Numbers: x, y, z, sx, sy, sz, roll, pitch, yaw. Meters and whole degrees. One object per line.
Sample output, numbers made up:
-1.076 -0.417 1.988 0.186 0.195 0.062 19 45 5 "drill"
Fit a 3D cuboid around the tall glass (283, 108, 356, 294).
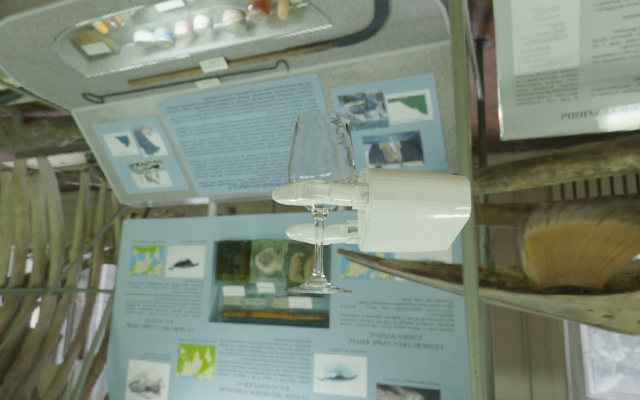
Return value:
0.000 0.002 0.537 0.079 0.201 0.079 1 -12 0 "tall glass"
